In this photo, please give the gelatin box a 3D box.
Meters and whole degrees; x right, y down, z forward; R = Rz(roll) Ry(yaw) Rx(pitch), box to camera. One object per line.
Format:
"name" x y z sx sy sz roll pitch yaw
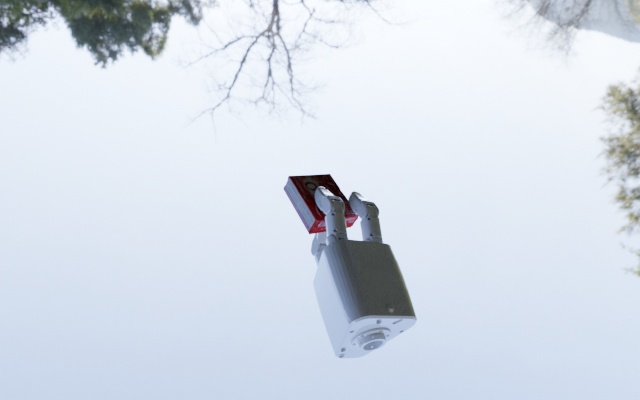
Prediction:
"gelatin box" 0.000 0.002 0.668 0.073 0.089 0.030 -5 -41 -36
